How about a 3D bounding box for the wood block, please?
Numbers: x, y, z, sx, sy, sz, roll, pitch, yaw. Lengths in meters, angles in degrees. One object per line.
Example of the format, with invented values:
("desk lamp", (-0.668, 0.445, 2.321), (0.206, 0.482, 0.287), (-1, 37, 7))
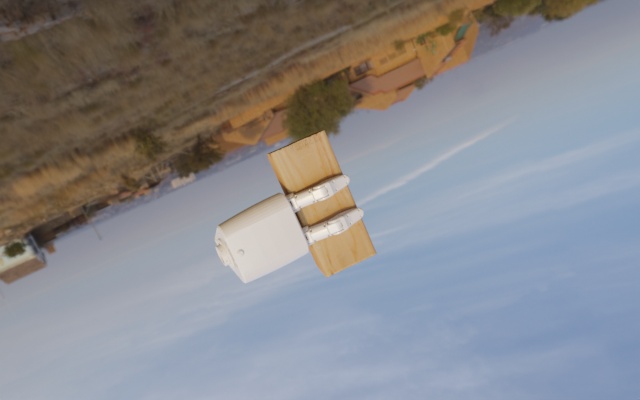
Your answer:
("wood block", (0.000, 0.003, 0.758), (0.090, 0.206, 0.091), (-25, 9, -8))
